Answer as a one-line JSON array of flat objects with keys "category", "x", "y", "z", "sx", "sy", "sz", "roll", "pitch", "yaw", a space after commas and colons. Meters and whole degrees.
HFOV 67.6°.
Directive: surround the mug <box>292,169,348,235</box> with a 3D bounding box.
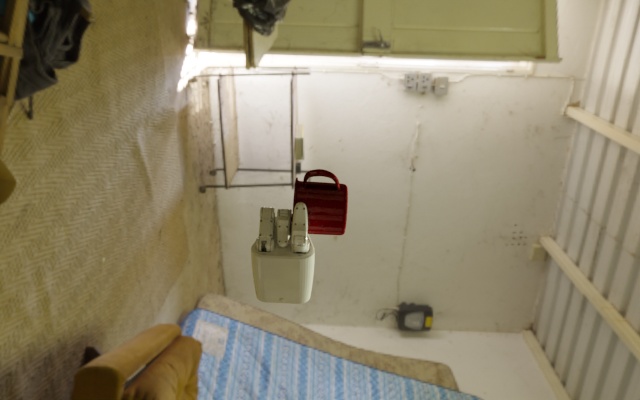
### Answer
[{"category": "mug", "x": 0.000, "y": 0.001, "z": 0.740, "sx": 0.081, "sy": 0.117, "sz": 0.093, "roll": 3, "pitch": 34, "yaw": 0}]
